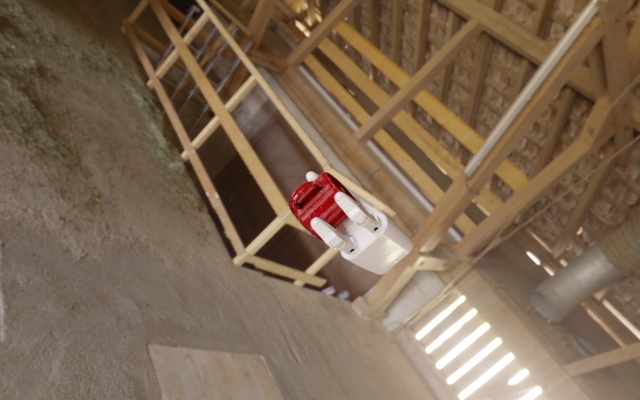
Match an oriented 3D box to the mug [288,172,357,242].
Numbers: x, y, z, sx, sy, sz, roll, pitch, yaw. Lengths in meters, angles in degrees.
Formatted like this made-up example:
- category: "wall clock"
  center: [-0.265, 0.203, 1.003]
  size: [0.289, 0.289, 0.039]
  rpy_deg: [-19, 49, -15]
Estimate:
- category: "mug"
  center: [-0.001, 0.002, 0.781]
  size: [0.117, 0.081, 0.093]
  rpy_deg: [33, 17, -46]
